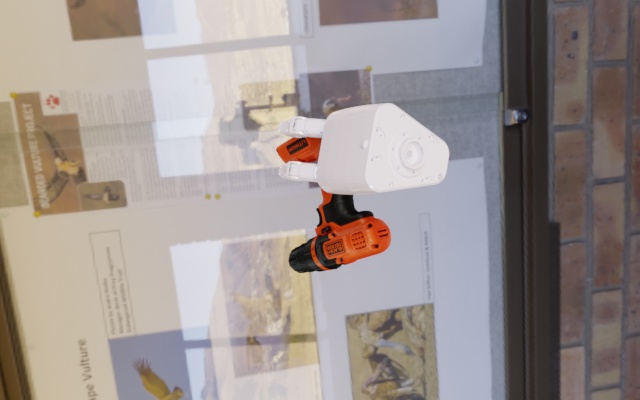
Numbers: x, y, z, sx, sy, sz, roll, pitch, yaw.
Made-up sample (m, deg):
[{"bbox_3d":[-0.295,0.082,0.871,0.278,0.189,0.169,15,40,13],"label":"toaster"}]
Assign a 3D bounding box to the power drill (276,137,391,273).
[{"bbox_3d":[0.000,0.002,0.657,0.057,0.187,0.184,-12,-8,-46],"label":"power drill"}]
